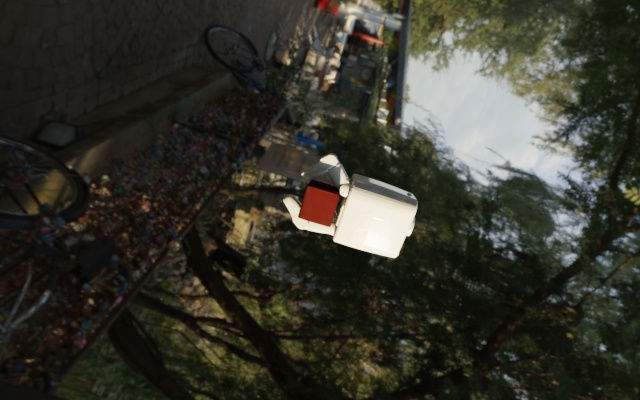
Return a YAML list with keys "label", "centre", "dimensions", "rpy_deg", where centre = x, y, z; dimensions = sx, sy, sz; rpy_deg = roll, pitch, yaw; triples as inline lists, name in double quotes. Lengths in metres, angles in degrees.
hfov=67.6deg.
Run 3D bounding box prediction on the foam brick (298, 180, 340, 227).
- label: "foam brick"
  centre: [0.000, 0.003, 0.738]
  dimensions: [0.051, 0.053, 0.078]
  rpy_deg: [18, 11, 1]
